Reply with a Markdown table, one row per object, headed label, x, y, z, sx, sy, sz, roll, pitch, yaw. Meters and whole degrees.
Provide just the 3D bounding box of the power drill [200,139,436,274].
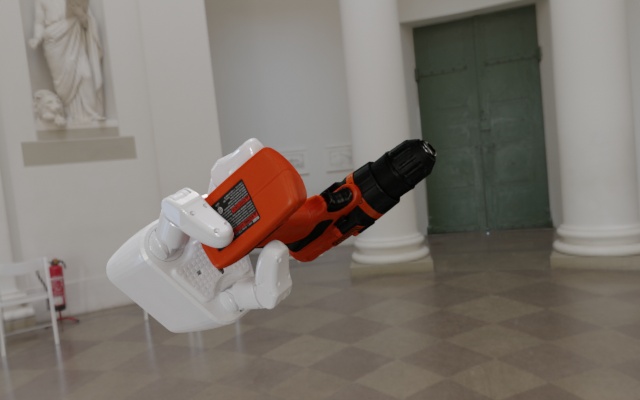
| label | x | y | z | sx | sy | sz | roll | pitch | yaw |
| --- | --- | --- | --- | --- | --- | --- | --- | --- | --- |
| power drill | 0.000 | 0.001 | 0.419 | 0.184 | 0.057 | 0.187 | -40 | -22 | 26 |
